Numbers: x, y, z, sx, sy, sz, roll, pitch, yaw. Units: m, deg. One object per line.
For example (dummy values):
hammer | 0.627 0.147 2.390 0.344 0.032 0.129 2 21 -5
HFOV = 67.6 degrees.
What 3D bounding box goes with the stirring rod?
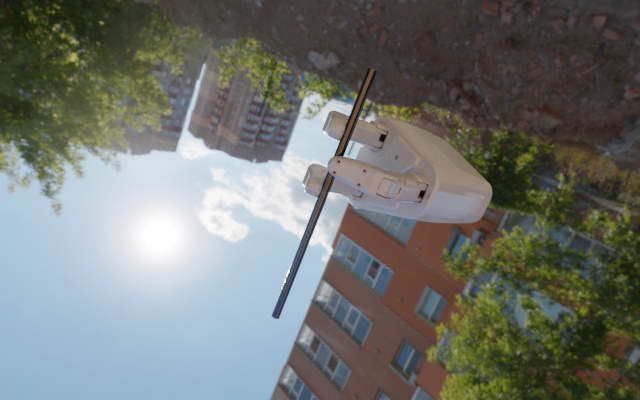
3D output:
stirring rod | 0.000 0.001 0.421 0.011 0.239 0.011 20 15 -6
